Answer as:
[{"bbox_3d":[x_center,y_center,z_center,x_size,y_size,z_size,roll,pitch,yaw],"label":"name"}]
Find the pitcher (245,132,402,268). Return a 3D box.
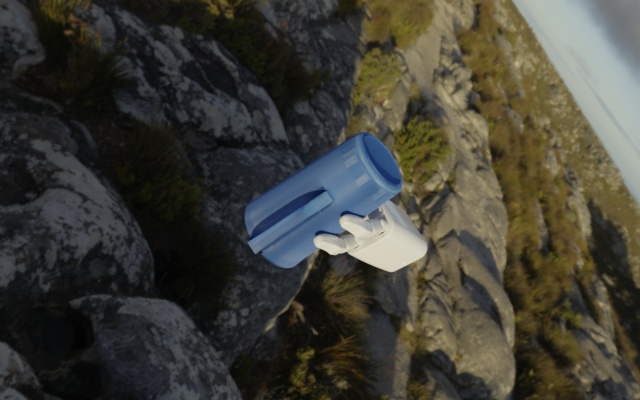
[{"bbox_3d":[0.000,0.002,0.749,0.243,0.149,0.145,-34,-47,30],"label":"pitcher"}]
